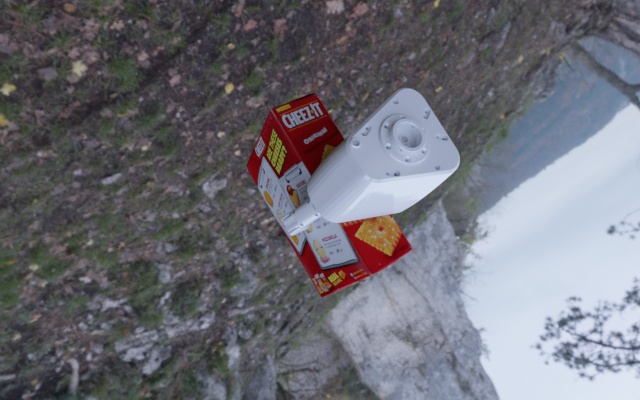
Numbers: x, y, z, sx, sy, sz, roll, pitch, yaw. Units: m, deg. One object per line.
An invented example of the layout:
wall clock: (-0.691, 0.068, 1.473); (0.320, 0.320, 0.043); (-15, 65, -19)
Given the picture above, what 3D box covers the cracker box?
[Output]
cracker box: (0.000, 0.002, 0.595); (0.072, 0.213, 0.164); (-26, -9, -26)
